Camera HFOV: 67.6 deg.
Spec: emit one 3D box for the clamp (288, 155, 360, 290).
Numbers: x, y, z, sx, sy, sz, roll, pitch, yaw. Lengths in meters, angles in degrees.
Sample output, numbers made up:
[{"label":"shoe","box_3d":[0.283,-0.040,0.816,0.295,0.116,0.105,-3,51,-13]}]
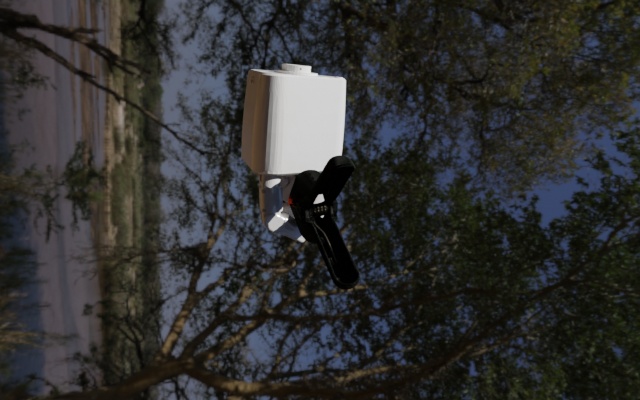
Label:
[{"label":"clamp","box_3d":[0.001,0.002,0.484,0.039,0.120,0.171,-1,18,-21]}]
